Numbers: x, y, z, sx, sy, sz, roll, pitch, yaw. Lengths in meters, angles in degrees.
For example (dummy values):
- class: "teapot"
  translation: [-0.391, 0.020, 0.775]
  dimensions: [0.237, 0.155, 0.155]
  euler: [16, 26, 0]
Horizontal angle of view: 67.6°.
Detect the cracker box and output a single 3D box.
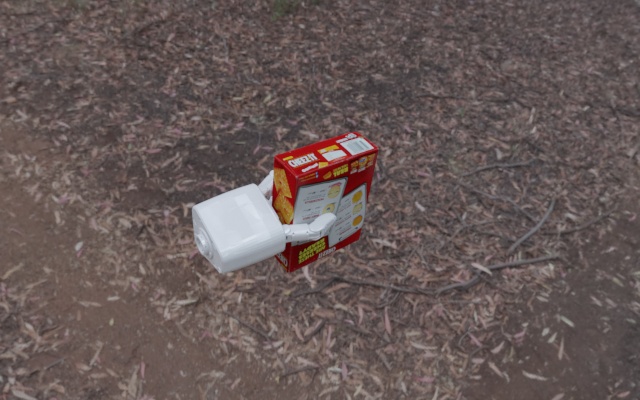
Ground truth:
- class: "cracker box"
  translation: [0.000, 0.003, 0.812]
  dimensions: [0.164, 0.214, 0.072]
  euler: [-22, 49, -30]
